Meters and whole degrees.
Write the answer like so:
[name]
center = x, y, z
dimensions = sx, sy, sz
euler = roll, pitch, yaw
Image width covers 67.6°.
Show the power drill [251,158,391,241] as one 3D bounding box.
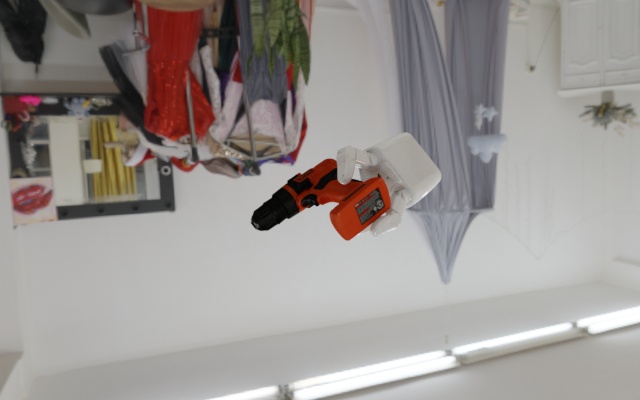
[power drill]
center = 0.001, 0.002, 0.738
dimensions = 0.184, 0.057, 0.187
euler = -38, 31, -23
